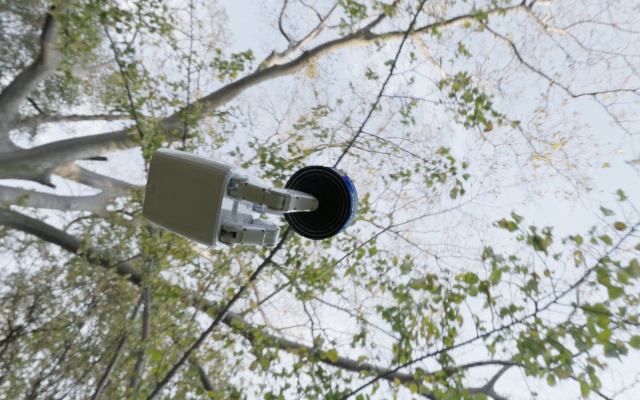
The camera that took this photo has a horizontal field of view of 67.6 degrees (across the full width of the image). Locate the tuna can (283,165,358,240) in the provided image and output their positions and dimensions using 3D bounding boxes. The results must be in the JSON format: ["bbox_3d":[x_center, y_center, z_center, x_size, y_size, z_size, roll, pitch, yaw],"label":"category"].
[{"bbox_3d":[0.000,0.002,0.556,0.086,0.086,0.034,0,3,22],"label":"tuna can"}]
